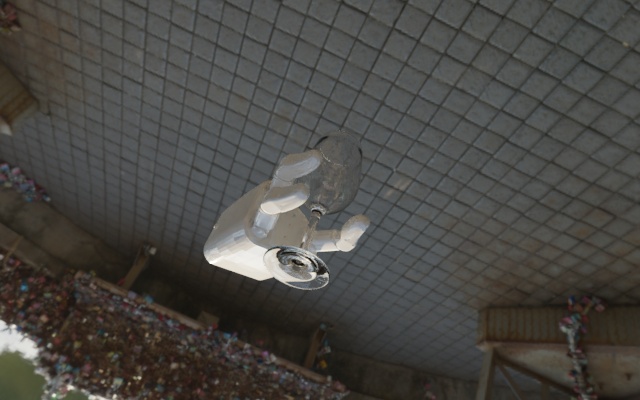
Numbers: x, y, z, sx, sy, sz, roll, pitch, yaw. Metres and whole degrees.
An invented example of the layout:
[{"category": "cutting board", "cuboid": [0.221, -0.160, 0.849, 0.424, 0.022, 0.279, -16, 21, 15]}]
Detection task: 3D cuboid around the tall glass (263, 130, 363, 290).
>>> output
[{"category": "tall glass", "cuboid": [0.000, 0.002, 0.568, 0.079, 0.201, 0.079, 12, -41, 10]}]
